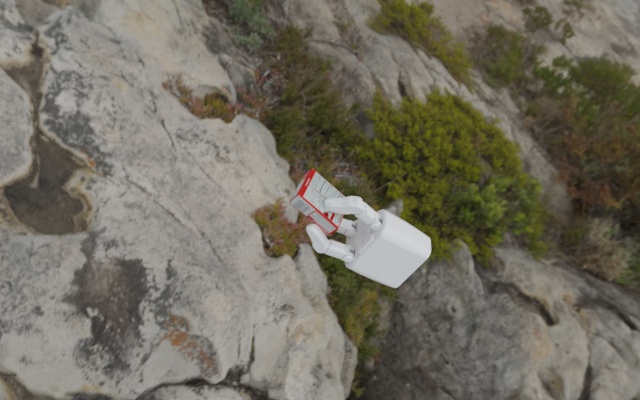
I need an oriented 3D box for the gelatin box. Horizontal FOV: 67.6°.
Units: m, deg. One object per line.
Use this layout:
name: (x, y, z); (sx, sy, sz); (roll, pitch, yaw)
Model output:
gelatin box: (0.000, 0.002, 0.780); (0.030, 0.089, 0.073); (-36, 19, 40)
